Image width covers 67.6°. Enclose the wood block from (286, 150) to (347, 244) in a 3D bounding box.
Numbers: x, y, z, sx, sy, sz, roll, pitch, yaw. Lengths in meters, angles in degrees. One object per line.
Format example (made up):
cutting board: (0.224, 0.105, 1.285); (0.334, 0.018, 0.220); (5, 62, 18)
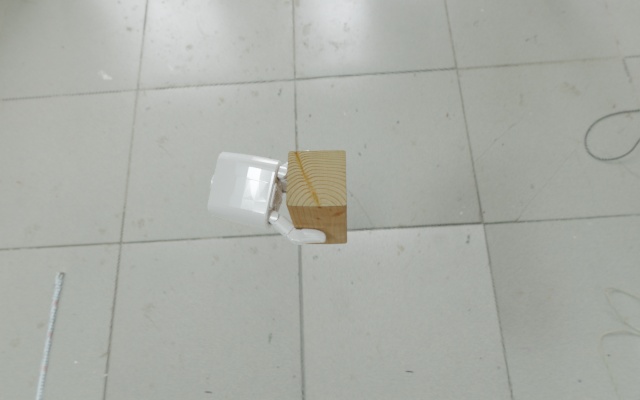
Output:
wood block: (0.000, 0.003, 0.797); (0.090, 0.090, 0.206); (0, -20, 3)
